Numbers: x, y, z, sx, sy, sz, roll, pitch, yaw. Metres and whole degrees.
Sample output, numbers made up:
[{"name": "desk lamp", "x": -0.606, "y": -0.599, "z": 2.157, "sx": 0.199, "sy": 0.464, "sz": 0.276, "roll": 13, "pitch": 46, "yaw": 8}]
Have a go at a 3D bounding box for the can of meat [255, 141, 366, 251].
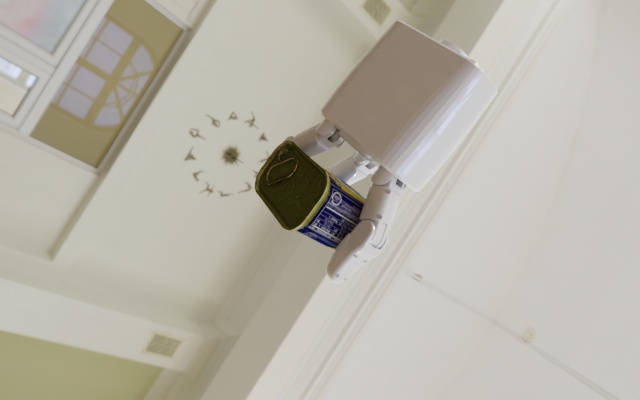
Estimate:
[{"name": "can of meat", "x": 0.000, "y": 0.002, "z": 0.430, "sx": 0.084, "sy": 0.057, "sz": 0.102, "roll": 31, "pitch": 9, "yaw": -38}]
